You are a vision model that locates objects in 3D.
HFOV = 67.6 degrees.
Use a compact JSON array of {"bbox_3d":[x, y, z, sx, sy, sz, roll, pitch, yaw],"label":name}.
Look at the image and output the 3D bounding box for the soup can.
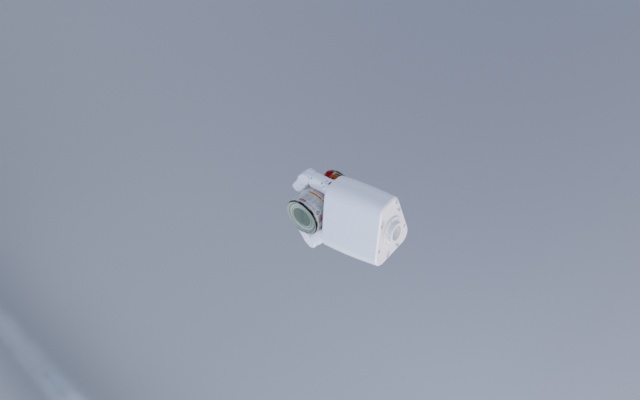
[{"bbox_3d":[0.000,0.003,0.807,0.068,0.068,0.102,0,32,49],"label":"soup can"}]
